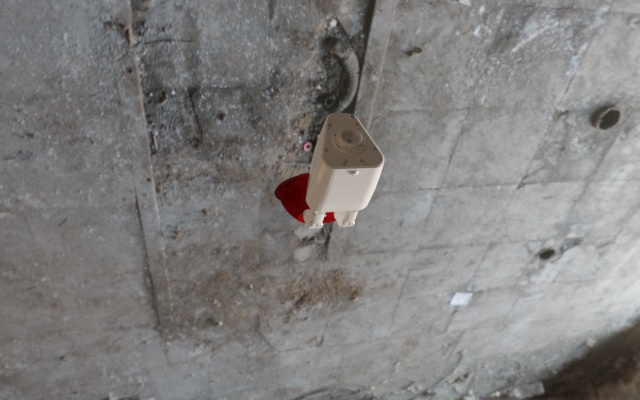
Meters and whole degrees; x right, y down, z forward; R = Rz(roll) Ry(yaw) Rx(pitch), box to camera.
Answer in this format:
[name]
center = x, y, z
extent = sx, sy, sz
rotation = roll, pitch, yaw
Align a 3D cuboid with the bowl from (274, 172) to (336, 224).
[bowl]
center = 0.000, 0.004, 0.859
extent = 0.162, 0.055, 0.162
rotation = -6, -19, -2
